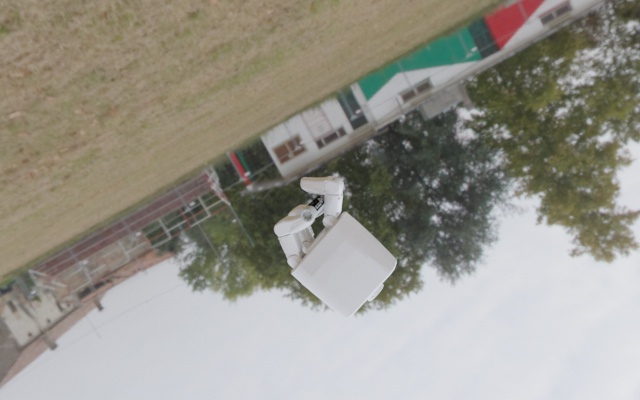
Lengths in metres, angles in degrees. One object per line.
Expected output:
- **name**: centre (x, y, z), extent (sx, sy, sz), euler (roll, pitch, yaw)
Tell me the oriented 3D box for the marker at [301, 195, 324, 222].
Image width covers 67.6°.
- **marker**: centre (0.000, 0.002, 0.679), extent (0.020, 0.020, 0.121), euler (0, 17, 18)
